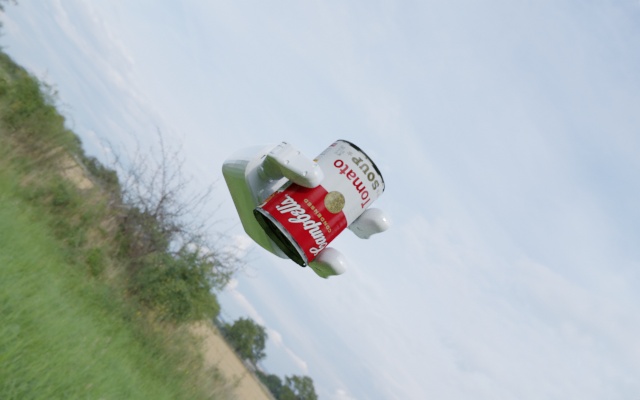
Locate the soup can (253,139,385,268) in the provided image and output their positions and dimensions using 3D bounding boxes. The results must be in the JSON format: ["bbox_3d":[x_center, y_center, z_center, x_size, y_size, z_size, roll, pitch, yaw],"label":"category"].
[{"bbox_3d":[0.000,0.001,0.429,0.102,0.068,0.068,-42,14,-17],"label":"soup can"}]
